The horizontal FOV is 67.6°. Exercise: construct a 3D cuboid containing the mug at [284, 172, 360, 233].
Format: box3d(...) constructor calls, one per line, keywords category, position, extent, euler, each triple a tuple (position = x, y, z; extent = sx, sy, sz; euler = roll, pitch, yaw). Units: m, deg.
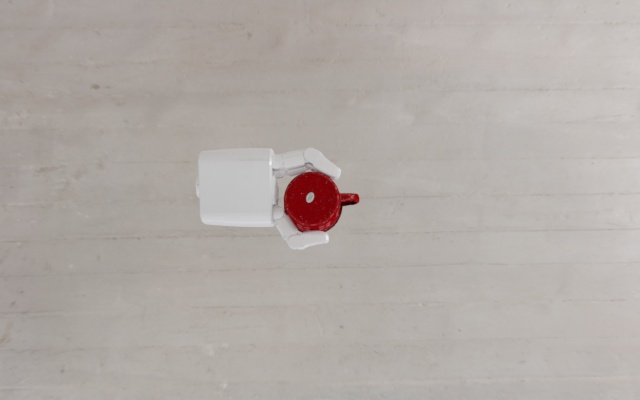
box3d(category="mug", position=(0.002, 0.002, 0.714), extent=(0.117, 0.093, 0.081), euler=(-2, -7, 0))
